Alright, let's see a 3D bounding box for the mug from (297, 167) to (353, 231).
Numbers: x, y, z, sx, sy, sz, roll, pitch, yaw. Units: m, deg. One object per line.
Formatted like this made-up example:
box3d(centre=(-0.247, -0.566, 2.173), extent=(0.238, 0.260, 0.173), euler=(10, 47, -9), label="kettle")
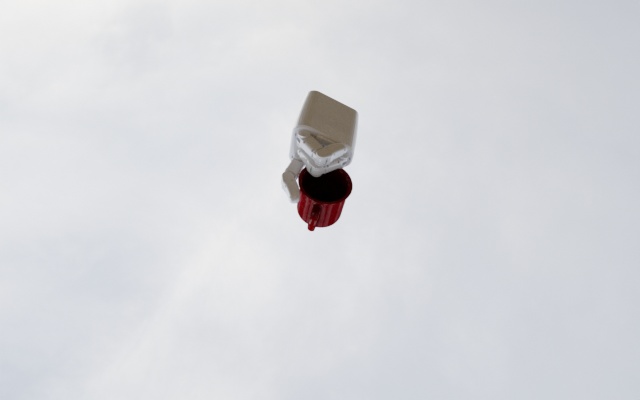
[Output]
box3d(centre=(0.000, 0.004, 0.821), extent=(0.093, 0.117, 0.082), euler=(15, -39, 1), label="mug")
